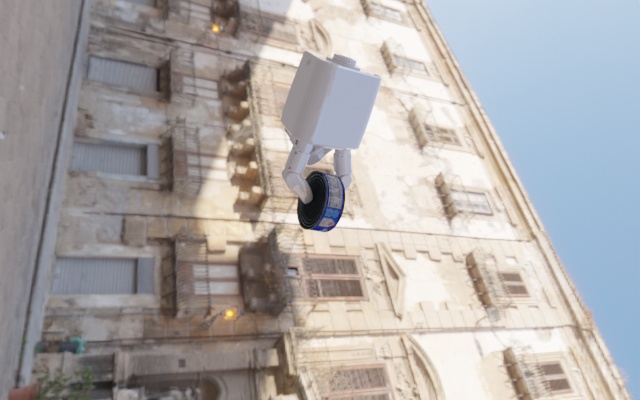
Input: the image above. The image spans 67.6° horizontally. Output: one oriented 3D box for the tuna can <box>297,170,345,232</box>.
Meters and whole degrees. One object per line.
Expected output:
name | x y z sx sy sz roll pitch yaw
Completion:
tuna can | 0.001 0.002 0.686 0.034 0.086 0.086 12 -6 -28
